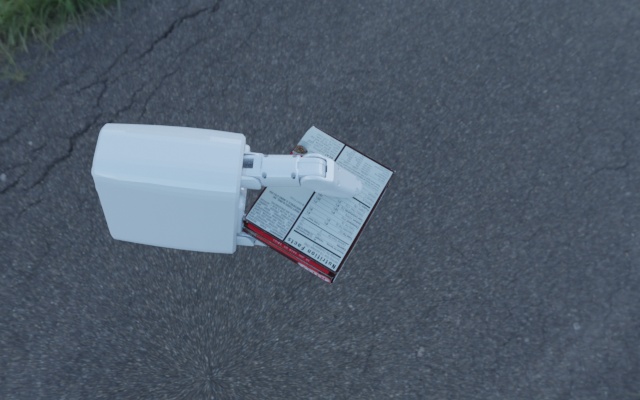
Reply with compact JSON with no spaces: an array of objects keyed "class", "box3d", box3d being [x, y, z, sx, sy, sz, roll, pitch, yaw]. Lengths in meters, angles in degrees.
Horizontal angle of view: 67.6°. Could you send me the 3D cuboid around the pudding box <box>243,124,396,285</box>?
[{"class":"pudding box","box3d":[0.000,0.001,0.413,0.090,0.113,0.039,31,-21,5]}]
